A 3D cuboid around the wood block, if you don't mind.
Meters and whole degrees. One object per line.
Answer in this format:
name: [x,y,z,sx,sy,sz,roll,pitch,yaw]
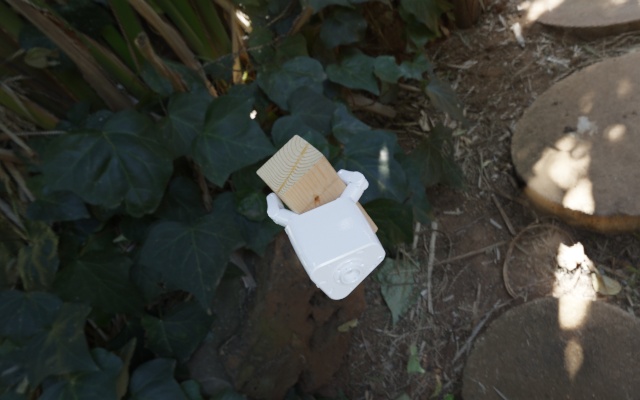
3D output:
wood block: [0.000,0.003,0.796,0.090,0.091,0.206,42,-7,47]
